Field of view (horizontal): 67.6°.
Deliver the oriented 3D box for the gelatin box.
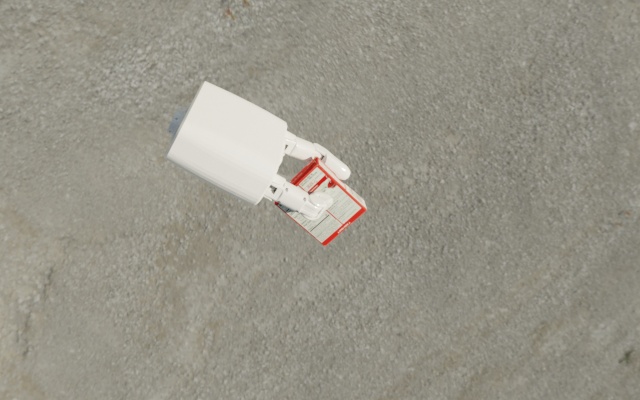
[{"bbox_3d":[0.000,0.002,0.584,0.089,0.073,0.030,42,17,-19],"label":"gelatin box"}]
